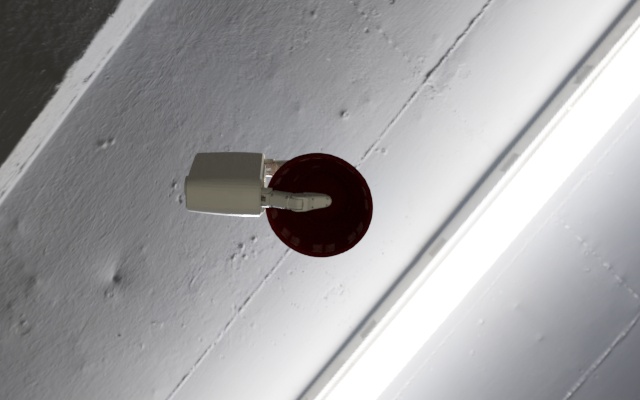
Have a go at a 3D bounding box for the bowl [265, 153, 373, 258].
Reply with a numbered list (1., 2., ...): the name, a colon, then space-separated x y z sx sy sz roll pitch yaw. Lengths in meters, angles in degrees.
1. bowl: 0.001 0.003 0.725 0.162 0.162 0.055 0 17 8
